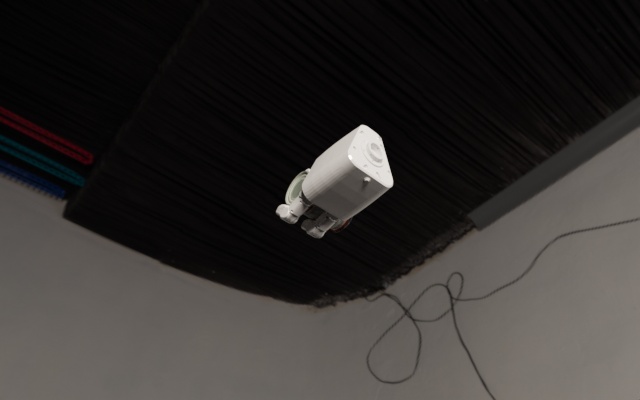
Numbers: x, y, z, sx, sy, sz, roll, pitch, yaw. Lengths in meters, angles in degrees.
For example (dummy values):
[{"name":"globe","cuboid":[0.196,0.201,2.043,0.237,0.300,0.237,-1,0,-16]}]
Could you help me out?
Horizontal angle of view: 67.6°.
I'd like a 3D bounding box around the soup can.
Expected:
[{"name":"soup can","cuboid":[0.000,0.003,0.812,0.102,0.068,0.068,31,-15,-26]}]
